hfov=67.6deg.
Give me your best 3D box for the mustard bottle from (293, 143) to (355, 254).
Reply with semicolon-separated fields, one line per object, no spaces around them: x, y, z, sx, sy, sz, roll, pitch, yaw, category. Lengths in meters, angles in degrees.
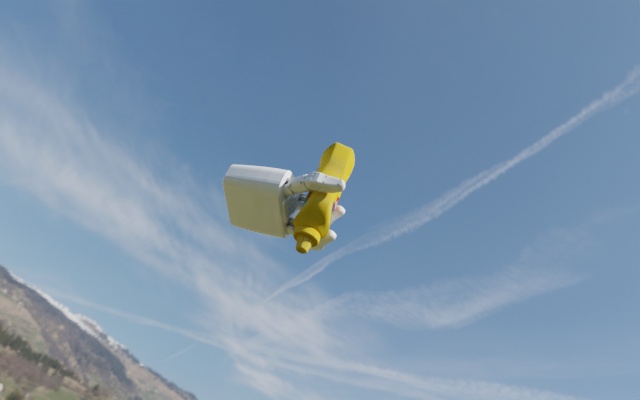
0.001;0.002;0.770;0.058;0.191;0.096;24;-35;-2;mustard bottle
